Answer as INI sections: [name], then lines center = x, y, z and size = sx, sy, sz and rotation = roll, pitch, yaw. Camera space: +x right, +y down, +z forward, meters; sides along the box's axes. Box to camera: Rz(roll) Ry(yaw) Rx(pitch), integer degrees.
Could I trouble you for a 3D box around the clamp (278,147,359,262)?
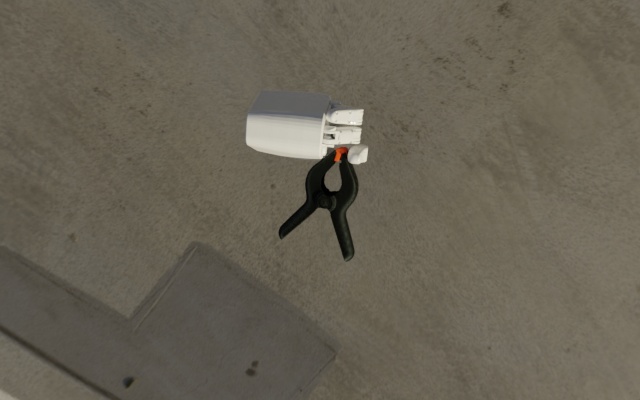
[clamp]
center = 0.000, 0.002, 0.710
size = 0.120, 0.171, 0.039
rotation = 8, 15, 5
